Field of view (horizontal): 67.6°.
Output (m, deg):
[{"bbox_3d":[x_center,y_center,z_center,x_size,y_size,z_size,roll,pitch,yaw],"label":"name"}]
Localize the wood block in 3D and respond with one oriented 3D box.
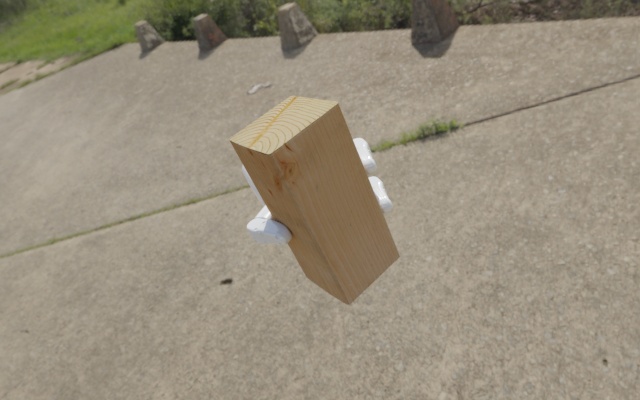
[{"bbox_3d":[0.000,0.002,0.523,0.091,0.206,0.090,-39,34,-20],"label":"wood block"}]
